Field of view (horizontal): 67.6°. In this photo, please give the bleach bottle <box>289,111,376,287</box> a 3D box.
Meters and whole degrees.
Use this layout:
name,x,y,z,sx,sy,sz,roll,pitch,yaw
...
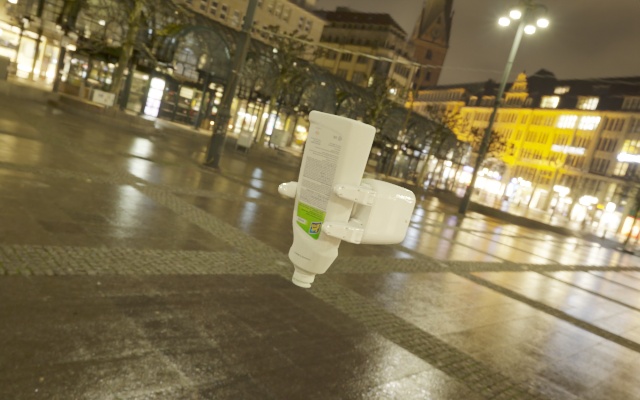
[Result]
name,x,y,z,sx,sy,sz,roll,pitch,yaw
bleach bottle,0.000,0.002,0.702,0.068,0.251,0.102,9,10,-45
